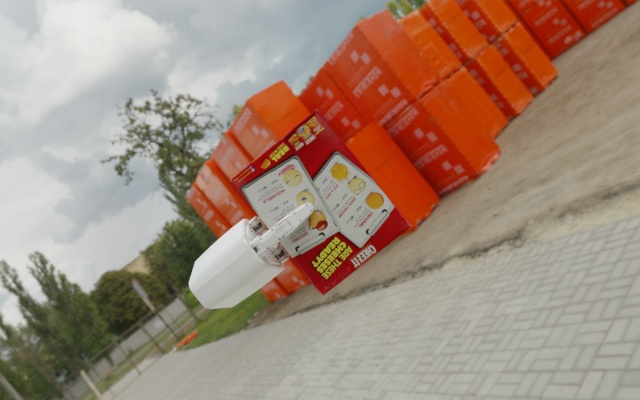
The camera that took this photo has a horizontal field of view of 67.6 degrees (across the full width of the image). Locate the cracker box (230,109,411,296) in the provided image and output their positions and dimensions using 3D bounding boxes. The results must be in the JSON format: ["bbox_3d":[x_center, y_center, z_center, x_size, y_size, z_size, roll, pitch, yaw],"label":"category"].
[{"bbox_3d":[0.000,0.002,0.704,0.164,0.213,0.072,-39,0,5],"label":"cracker box"}]
